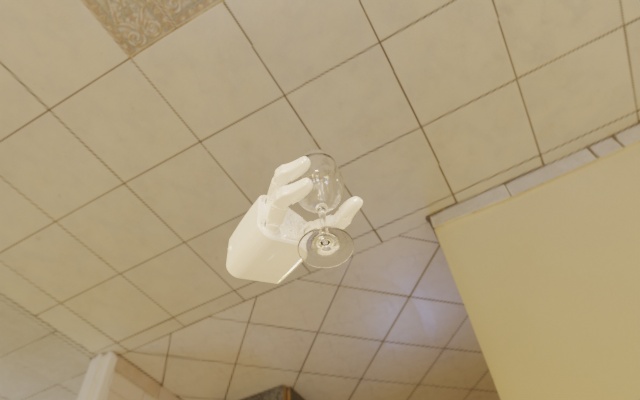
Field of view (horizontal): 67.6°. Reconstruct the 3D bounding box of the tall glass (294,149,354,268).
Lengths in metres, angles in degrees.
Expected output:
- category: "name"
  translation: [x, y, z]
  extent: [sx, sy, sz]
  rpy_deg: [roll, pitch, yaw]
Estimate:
- category: "tall glass"
  translation: [0.000, 0.003, 0.704]
  extent: [0.079, 0.079, 0.200]
  rpy_deg: [0, 38, -5]
